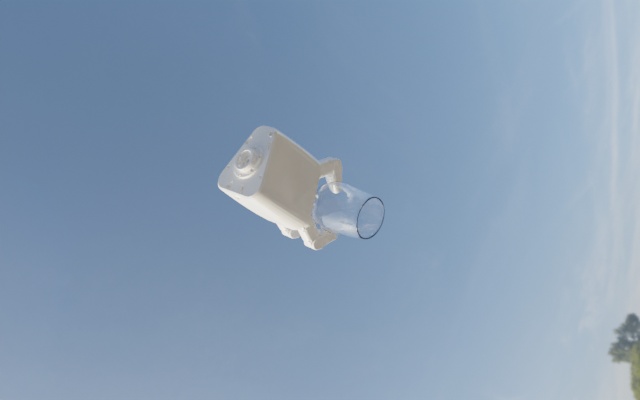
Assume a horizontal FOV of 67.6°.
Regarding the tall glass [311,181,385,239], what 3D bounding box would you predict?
[{"bbox_3d":[0.000,0.002,0.732,0.201,0.079,0.079,18,12,42],"label":"tall glass"}]
